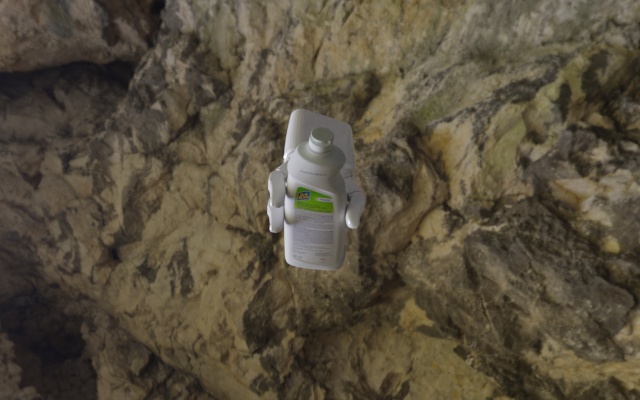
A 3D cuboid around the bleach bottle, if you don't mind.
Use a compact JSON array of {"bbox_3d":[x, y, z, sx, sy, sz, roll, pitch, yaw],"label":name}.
[{"bbox_3d":[0.000,0.002,0.693,0.102,0.068,0.251,5,-43,-2],"label":"bleach bottle"}]
